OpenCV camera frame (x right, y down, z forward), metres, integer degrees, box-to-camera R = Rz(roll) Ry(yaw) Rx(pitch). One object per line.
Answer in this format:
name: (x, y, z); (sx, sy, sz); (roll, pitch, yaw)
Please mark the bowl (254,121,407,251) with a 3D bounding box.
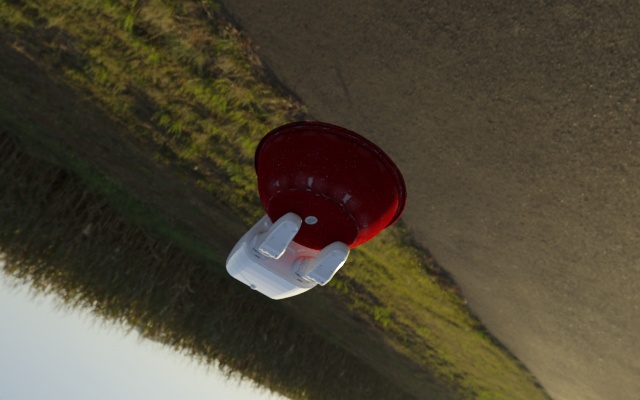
bowl: (0.000, 0.001, 0.469); (0.162, 0.055, 0.162); (14, -39, 11)
